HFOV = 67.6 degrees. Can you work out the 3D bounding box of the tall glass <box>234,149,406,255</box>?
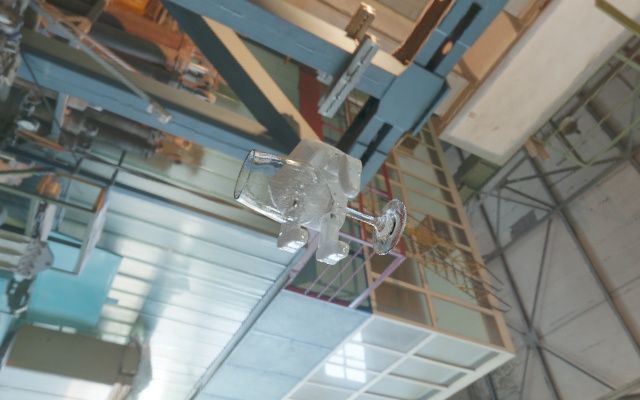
[{"bbox_3d":[0.001,0.002,0.580,0.201,0.079,0.079,20,-7,-20],"label":"tall glass"}]
